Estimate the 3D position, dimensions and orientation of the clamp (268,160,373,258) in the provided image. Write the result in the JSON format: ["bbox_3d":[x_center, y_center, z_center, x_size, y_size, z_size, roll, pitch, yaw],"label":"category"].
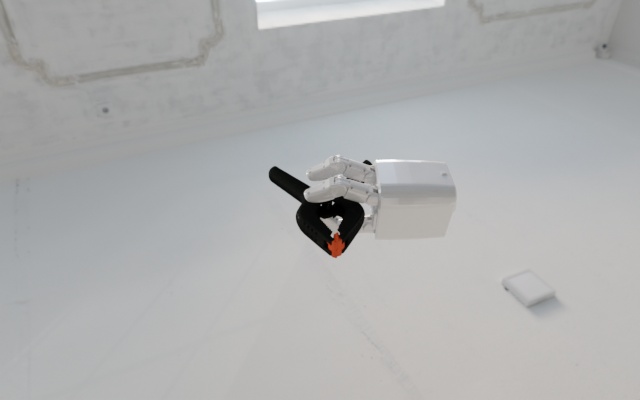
[{"bbox_3d":[0.000,0.003,0.684,0.164,0.036,0.209,-1,35,2],"label":"clamp"}]
